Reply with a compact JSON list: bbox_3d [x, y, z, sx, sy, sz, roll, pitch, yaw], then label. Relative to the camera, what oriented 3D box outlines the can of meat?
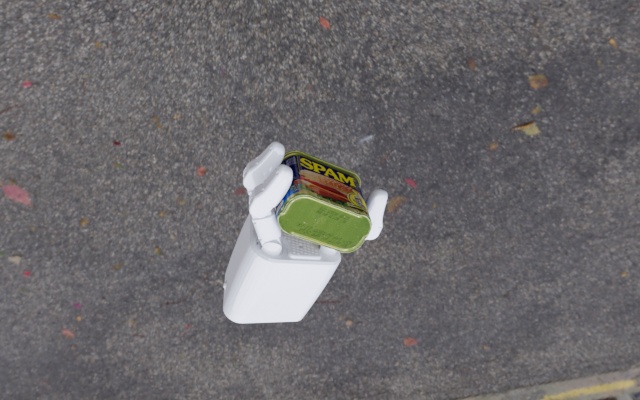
[{"bbox_3d":[0.000,0.002,0.509,0.102,0.057,0.084,20,29,-21],"label":"can of meat"}]
